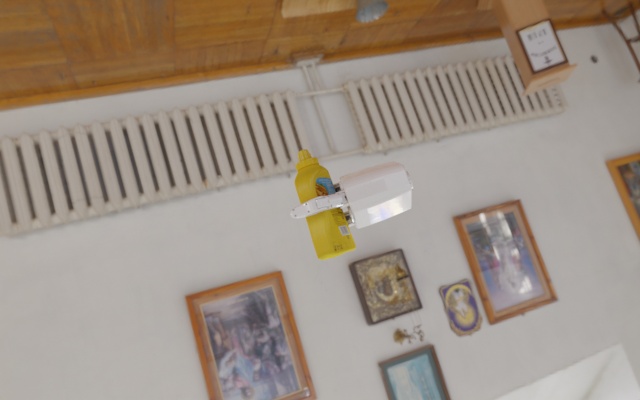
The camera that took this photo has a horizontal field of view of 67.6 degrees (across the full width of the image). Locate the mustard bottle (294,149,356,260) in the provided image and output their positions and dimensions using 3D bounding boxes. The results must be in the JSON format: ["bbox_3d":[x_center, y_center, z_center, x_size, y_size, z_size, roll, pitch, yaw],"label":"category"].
[{"bbox_3d":[0.000,0.003,0.819,0.058,0.191,0.096,-23,-10,26],"label":"mustard bottle"}]
